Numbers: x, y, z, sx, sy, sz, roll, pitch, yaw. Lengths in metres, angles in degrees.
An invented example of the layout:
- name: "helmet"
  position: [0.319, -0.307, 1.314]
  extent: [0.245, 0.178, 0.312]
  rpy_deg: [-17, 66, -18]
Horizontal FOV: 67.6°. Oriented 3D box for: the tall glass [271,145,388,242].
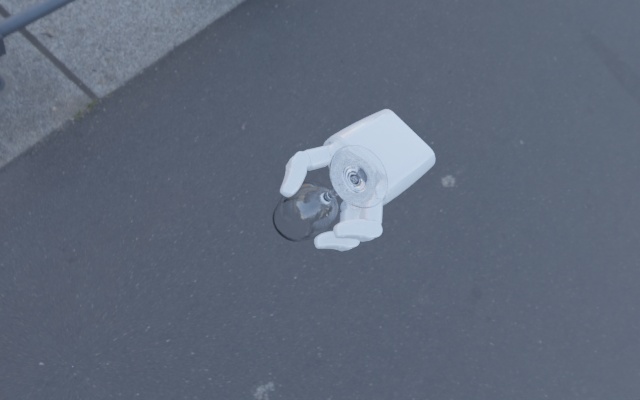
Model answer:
- name: "tall glass"
  position: [0.000, 0.002, 0.610]
  extent: [0.079, 0.079, 0.201]
  rpy_deg: [0, -17, -28]
